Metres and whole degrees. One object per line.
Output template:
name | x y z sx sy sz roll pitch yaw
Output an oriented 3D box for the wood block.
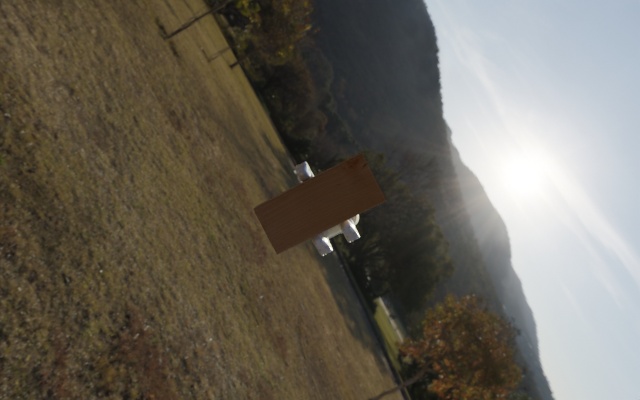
wood block | 0.000 0.002 0.835 0.206 0.091 0.090 -27 4 6
